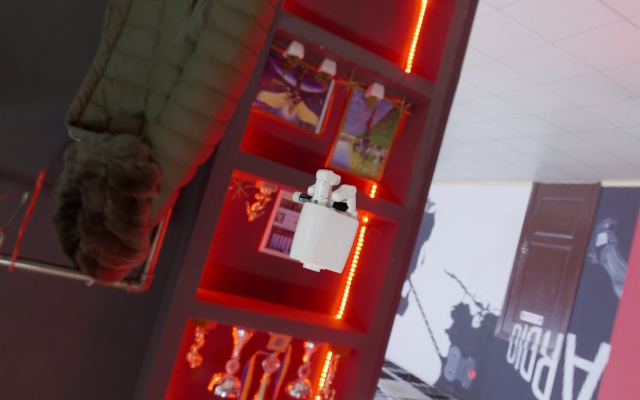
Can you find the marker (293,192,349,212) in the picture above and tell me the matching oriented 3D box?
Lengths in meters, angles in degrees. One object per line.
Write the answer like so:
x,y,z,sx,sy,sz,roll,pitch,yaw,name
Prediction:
0.000,0.003,0.893,0.121,0.020,0.020,12,7,34,marker
